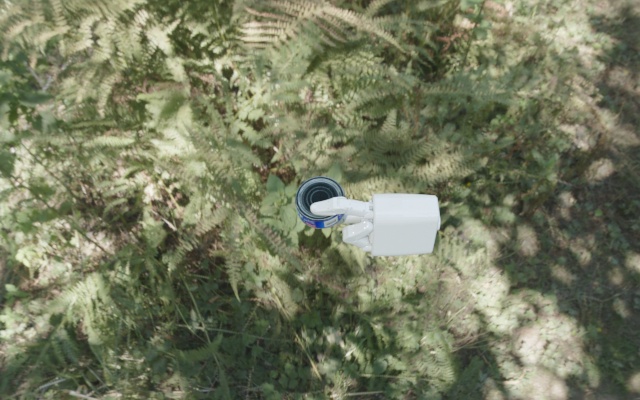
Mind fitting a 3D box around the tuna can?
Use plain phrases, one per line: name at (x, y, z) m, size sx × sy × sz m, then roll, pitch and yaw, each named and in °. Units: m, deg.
tuna can at (0.000, 0.002, 0.808) m, size 0.086 × 0.086 × 0.034 m, roll 0°, pitch -26°, yaw 5°
